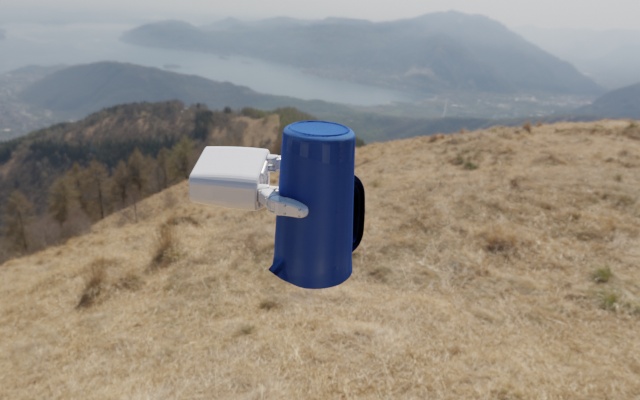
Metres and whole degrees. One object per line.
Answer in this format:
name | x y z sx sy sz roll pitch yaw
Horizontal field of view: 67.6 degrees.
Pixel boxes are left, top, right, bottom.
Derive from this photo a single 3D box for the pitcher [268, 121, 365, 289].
pitcher | 0.000 0.002 0.753 0.145 0.243 0.149 6 23 5
